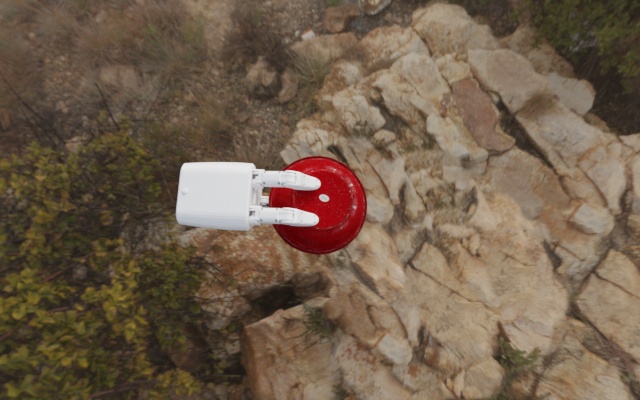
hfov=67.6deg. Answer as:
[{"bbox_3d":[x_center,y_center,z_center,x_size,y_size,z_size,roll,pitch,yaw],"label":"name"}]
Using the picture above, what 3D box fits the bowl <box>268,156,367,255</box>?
[{"bbox_3d":[0.001,0.002,0.745,0.162,0.162,0.055,0,-9,-8],"label":"bowl"}]
